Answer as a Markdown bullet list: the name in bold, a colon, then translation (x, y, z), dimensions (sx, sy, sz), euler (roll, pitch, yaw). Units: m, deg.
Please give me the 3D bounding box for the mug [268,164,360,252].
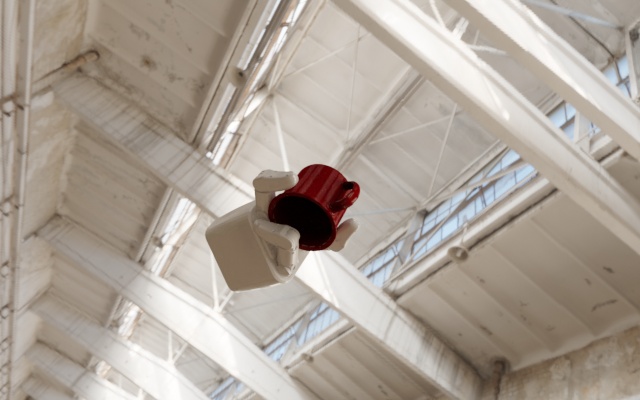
- **mug**: translation (0.001, 0.001, 0.614), dimensions (0.117, 0.093, 0.081), euler (-20, 24, 37)
